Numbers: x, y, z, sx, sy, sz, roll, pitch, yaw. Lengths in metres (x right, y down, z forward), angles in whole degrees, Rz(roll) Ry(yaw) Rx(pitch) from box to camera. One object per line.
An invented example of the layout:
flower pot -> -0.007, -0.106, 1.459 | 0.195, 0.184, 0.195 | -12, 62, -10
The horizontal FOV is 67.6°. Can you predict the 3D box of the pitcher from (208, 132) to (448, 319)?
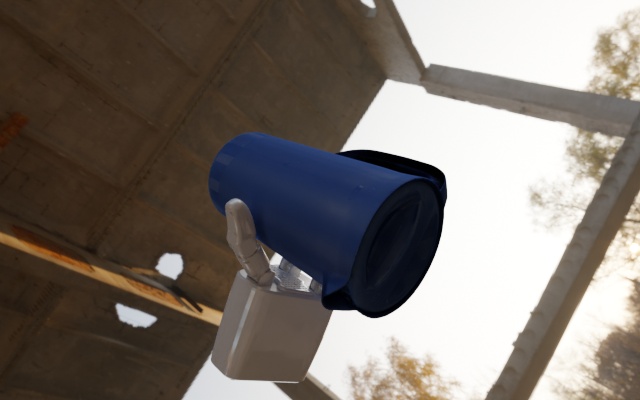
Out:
pitcher -> 0.000, 0.002, 0.497 | 0.242, 0.145, 0.149 | 25, 11, 40
